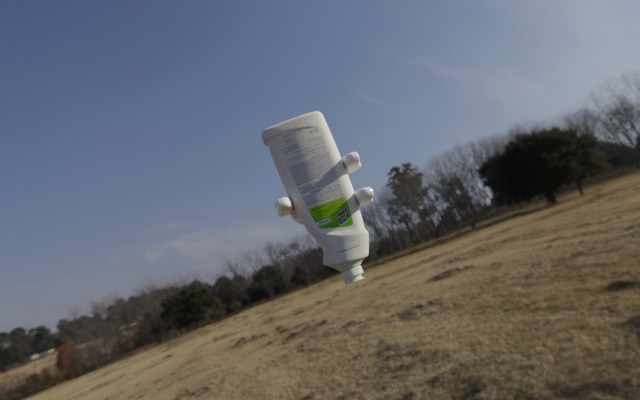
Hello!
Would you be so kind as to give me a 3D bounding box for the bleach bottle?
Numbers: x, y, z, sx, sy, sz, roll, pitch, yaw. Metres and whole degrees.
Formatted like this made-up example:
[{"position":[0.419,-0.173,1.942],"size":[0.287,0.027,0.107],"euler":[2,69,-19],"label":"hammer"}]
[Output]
[{"position":[0.000,0.002,0.704],"size":[0.102,0.251,0.068],"euler":[-20,-7,3],"label":"bleach bottle"}]
